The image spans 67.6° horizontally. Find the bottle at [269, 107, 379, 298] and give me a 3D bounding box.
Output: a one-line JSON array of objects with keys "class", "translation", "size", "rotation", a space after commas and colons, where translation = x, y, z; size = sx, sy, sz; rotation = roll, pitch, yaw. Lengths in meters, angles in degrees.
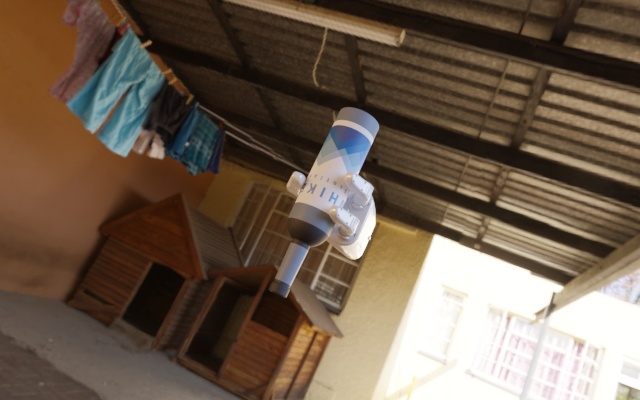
[{"class": "bottle", "translation": [0.000, 0.002, 0.706], "size": [0.069, 0.295, 0.069], "rotation": [23, -15, 7]}]
